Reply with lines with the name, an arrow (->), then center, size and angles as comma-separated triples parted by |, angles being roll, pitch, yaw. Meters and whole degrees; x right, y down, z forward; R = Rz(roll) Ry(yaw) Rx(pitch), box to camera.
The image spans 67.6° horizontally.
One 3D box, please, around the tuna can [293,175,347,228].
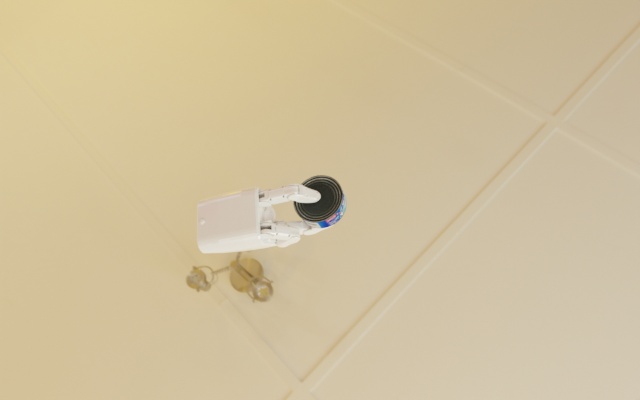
tuna can -> 0.000, 0.003, 0.799 | 0.086, 0.086, 0.034 | 0, -24, 19
